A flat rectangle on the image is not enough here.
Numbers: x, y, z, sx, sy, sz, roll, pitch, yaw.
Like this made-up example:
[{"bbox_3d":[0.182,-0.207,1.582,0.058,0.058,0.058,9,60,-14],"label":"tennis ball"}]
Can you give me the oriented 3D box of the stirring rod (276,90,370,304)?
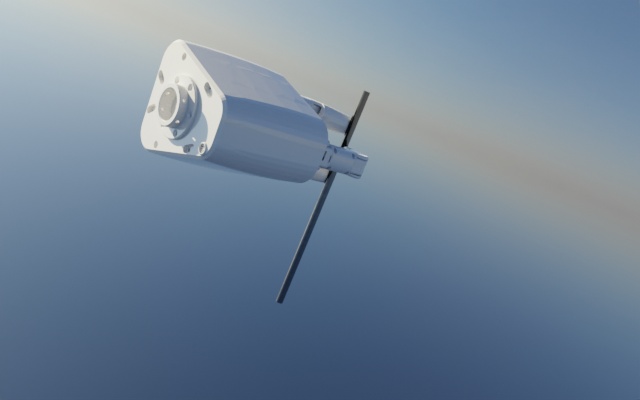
[{"bbox_3d":[0.000,0.002,0.494,0.011,0.239,0.011,21,13,-5],"label":"stirring rod"}]
